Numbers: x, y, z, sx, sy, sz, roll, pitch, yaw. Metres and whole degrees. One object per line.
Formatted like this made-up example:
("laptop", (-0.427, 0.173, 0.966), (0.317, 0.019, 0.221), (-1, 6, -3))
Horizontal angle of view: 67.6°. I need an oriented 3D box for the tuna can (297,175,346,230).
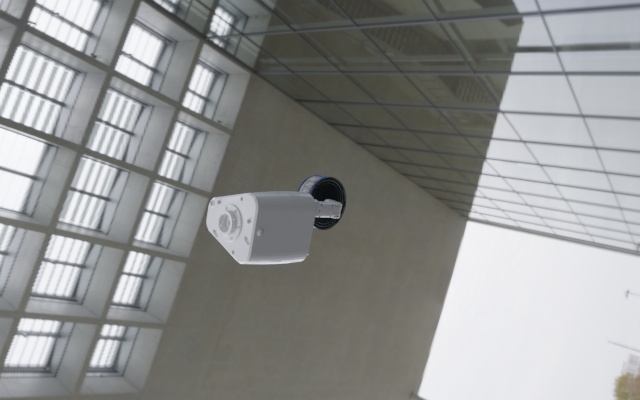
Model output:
("tuna can", (0.000, 0.002, 0.768), (0.086, 0.086, 0.033), (0, 10, -44))
